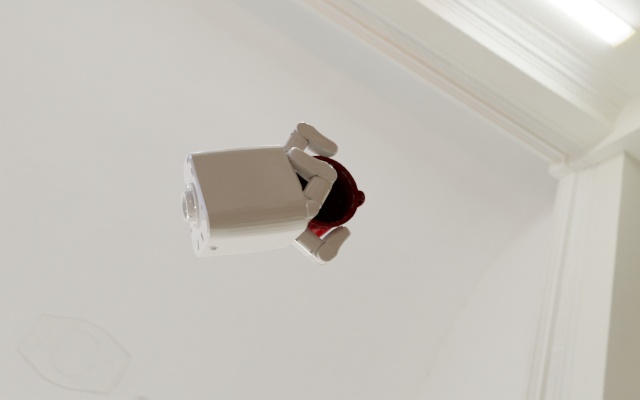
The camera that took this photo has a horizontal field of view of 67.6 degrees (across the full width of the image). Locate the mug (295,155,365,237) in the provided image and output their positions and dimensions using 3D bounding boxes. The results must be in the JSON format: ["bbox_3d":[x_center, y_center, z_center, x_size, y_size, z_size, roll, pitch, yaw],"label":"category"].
[{"bbox_3d":[0.001,0.002,0.606,0.117,0.093,0.081,-4,-20,-26],"label":"mug"}]
